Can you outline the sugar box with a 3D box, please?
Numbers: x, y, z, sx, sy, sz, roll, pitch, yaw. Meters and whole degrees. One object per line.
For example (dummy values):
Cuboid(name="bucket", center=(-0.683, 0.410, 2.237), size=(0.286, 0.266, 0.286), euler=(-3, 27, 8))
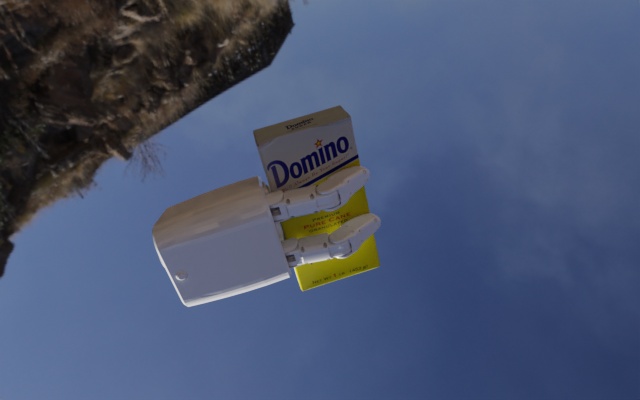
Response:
Cuboid(name="sugar box", center=(0.000, 0.002, 0.489), size=(0.093, 0.176, 0.048), euler=(-18, 31, -5))
